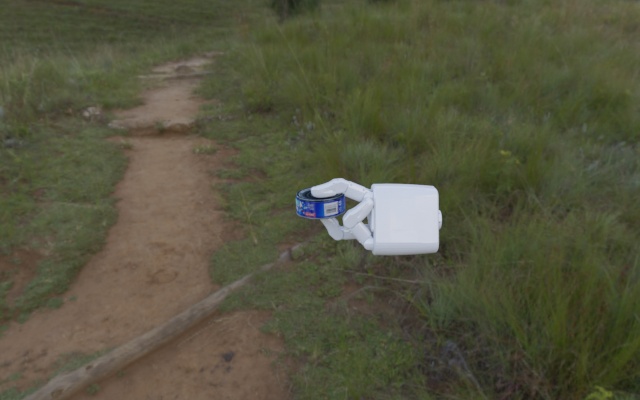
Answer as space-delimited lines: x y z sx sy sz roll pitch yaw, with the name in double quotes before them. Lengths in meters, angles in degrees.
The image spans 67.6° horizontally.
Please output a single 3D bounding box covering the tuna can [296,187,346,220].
"tuna can" 0.000 0.002 0.819 0.086 0.034 0.086 -3 18 1
